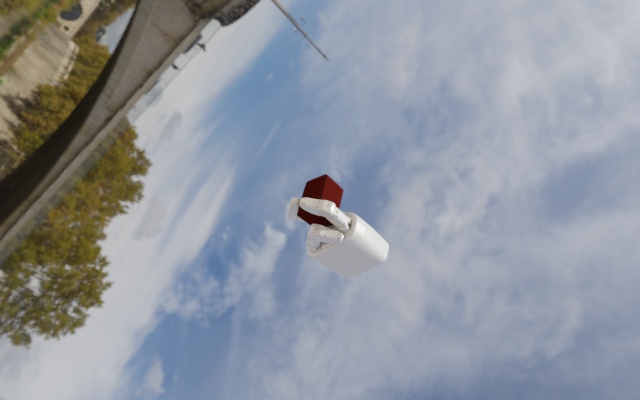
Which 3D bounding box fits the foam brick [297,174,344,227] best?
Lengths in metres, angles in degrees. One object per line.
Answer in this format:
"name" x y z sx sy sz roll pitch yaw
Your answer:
"foam brick" 0.000 0.003 0.862 0.053 0.078 0.051 -17 -43 42
